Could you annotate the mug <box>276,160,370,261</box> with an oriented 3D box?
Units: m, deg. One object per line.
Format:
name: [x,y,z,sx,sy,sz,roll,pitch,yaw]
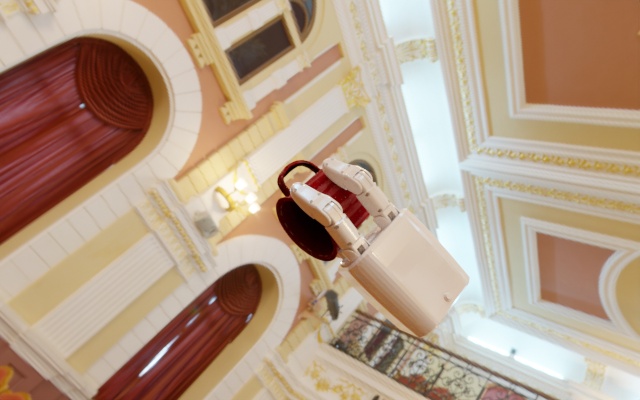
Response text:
mug: [-0.001,0.001,0.563,0.081,0.117,0.093,-43,-1,-29]
